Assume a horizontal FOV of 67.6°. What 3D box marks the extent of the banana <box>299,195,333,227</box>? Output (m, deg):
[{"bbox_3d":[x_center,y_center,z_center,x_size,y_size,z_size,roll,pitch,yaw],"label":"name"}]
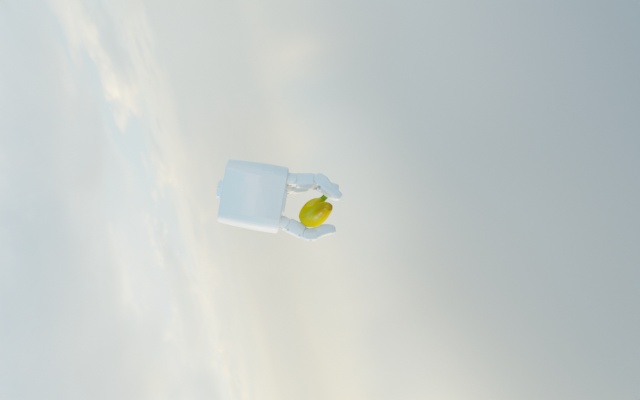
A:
[{"bbox_3d":[-0.011,0.017,0.847,0.037,0.069,0.198,35,6,-6],"label":"banana"}]
